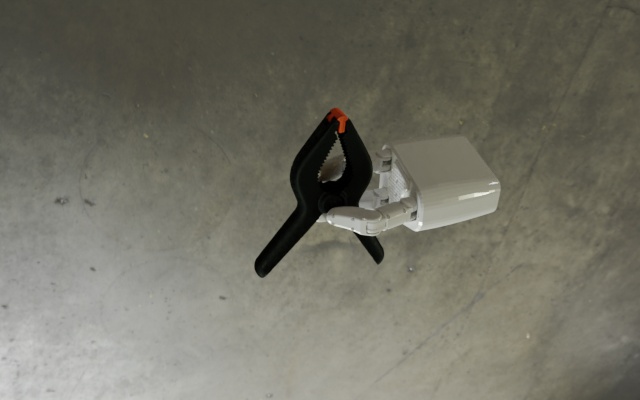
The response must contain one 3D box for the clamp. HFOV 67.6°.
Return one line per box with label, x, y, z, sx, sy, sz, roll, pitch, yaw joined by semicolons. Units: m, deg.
clamp;0.001;0.002;0.540;0.164;0.210;0.036;-11;33;-15
